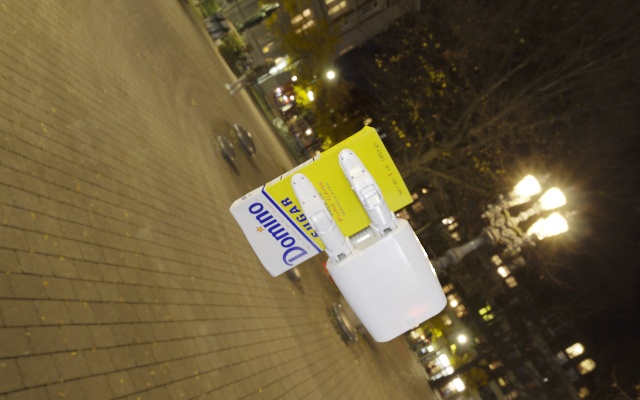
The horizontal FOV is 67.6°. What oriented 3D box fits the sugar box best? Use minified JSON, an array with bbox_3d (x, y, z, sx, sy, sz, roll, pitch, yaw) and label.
[{"bbox_3d":[0.000,0.002,0.522,0.176,0.093,0.048,-30,11,2],"label":"sugar box"}]
